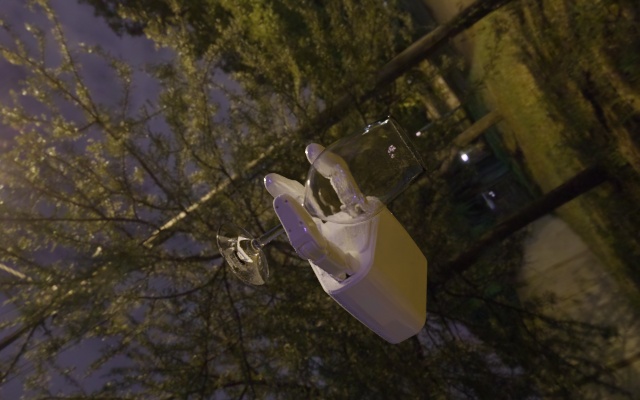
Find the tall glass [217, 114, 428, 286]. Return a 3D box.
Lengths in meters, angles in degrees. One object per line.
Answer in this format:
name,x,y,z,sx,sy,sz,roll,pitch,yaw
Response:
tall glass,-0.001,0.002,0.454,0.201,0.079,0.079,-34,-12,18
